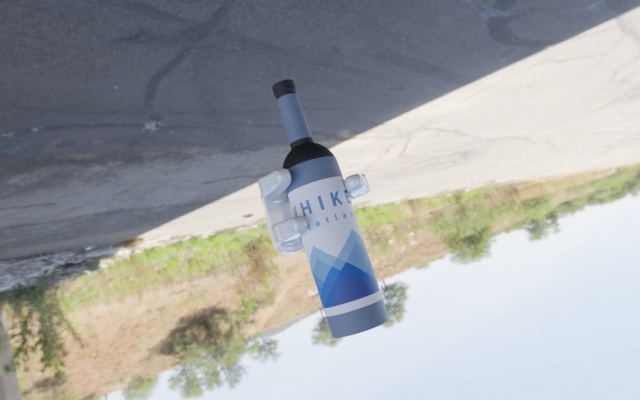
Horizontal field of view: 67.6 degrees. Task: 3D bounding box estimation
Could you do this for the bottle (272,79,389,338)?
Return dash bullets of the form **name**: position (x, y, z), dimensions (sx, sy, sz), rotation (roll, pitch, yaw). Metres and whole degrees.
- **bottle**: position (0.000, 0.002, 0.545), dimensions (0.069, 0.295, 0.069), rotation (-17, -7, -2)
